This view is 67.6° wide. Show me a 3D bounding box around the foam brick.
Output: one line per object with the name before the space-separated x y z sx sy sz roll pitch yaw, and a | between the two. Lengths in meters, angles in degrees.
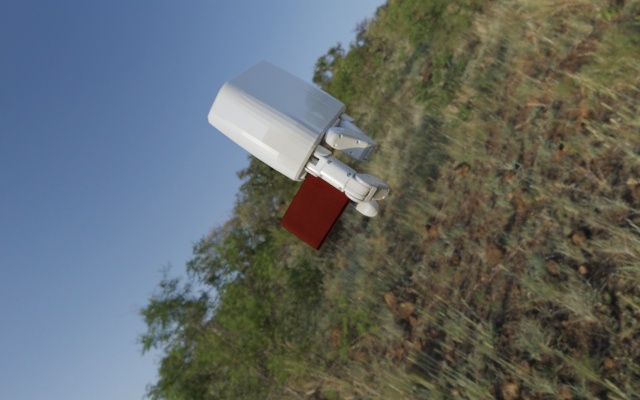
foam brick | 0.000 0.002 0.511 0.051 0.078 0.053 31 20 0
